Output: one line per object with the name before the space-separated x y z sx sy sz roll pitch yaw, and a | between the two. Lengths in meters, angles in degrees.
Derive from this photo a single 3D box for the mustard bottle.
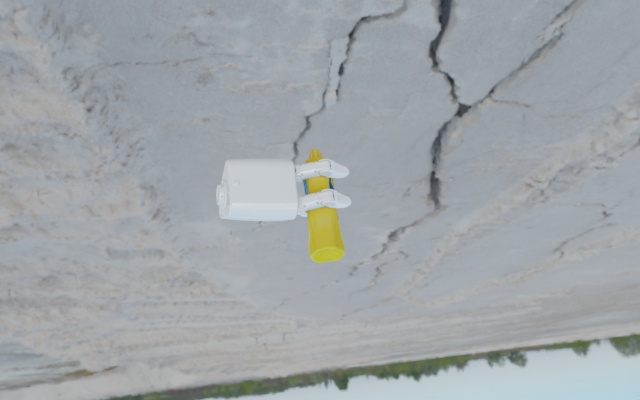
mustard bottle | 0.000 0.003 0.804 0.058 0.191 0.096 -8 -20 2
